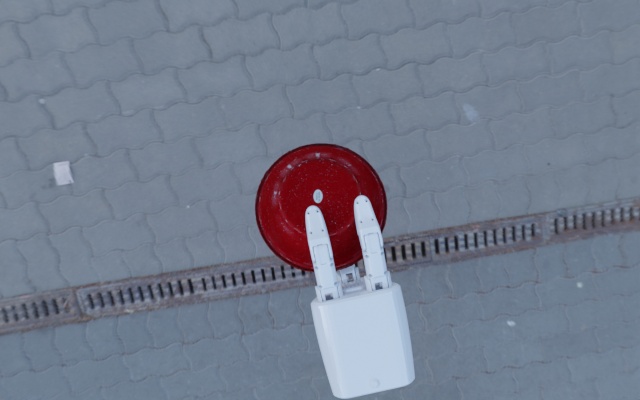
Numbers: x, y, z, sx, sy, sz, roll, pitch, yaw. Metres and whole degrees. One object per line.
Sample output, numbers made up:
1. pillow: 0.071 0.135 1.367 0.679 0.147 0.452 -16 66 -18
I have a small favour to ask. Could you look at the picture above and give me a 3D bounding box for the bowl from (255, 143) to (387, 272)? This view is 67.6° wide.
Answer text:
1. bowl: -0.001 0.001 0.557 0.162 0.162 0.055 0 -12 1
